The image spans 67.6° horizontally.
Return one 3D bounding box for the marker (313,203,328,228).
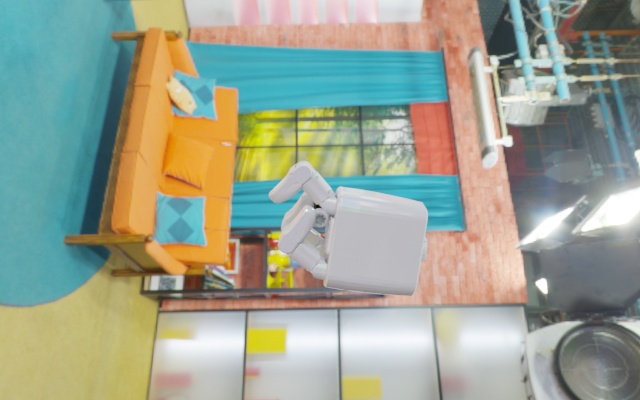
[{"bbox_3d":[0.000,0.002,0.595,0.020,0.020,0.121,0,20,1],"label":"marker"}]
